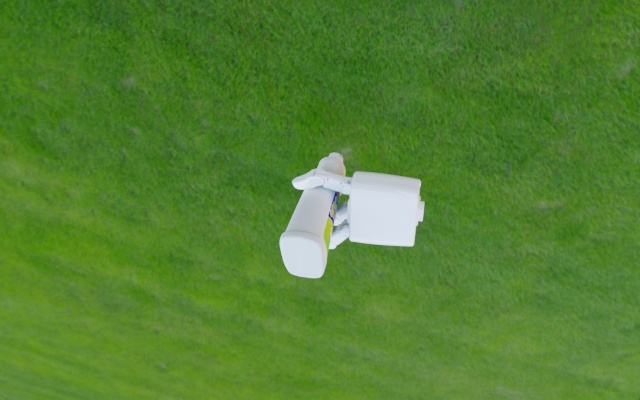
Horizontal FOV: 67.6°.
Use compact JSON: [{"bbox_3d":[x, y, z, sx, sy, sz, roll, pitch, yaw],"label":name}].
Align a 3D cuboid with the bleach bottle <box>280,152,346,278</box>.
[{"bbox_3d":[0.000,0.003,0.807,0.068,0.250,0.103,6,-43,12],"label":"bleach bottle"}]
